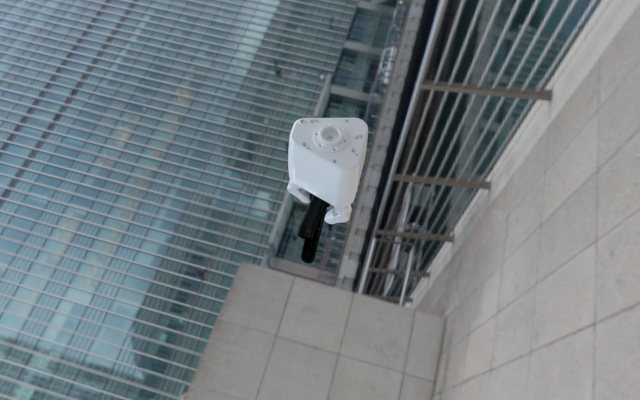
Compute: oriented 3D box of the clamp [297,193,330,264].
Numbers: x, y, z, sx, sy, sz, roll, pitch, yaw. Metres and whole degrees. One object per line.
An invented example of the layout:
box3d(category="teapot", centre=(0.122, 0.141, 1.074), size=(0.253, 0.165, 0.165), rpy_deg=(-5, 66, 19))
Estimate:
box3d(category="clamp", centre=(-0.001, 0.002, 0.829), size=(0.036, 0.210, 0.165), rpy_deg=(15, -27, 5))
